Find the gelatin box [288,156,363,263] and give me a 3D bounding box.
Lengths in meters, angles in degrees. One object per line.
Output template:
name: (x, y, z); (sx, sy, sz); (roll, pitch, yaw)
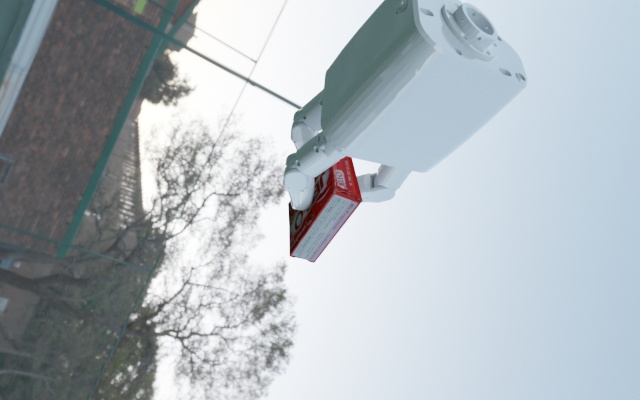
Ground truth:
gelatin box: (0.000, 0.002, 0.443); (0.030, 0.089, 0.073); (19, 37, -21)
